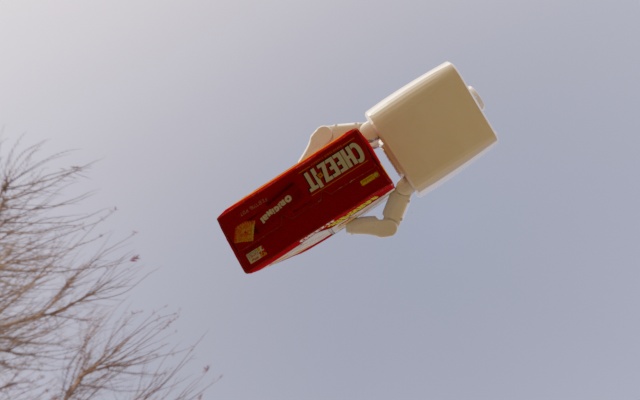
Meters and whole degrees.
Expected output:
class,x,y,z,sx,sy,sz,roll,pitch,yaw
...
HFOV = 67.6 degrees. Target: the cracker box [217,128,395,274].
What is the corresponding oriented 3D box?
class,x,y,z,sx,sy,sz,roll,pitch,yaw
cracker box,0.000,0.002,0.543,0.164,0.072,0.214,-33,-7,8
